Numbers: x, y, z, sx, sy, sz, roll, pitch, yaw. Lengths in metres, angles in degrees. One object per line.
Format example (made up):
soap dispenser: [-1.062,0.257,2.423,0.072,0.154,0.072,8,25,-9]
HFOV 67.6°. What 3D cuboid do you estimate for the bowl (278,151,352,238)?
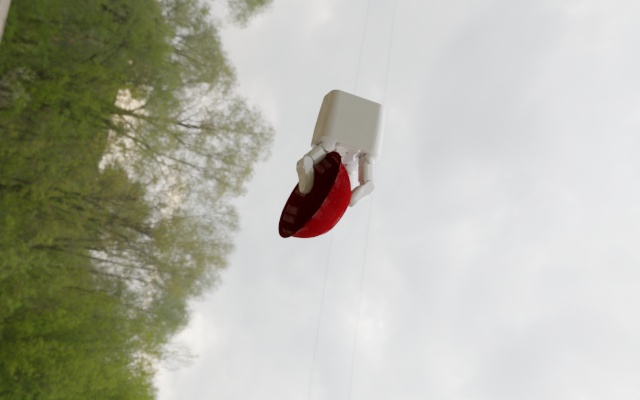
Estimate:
bowl: [0.000,0.004,0.766,0.055,0.162,0.162,34,-13,-20]
